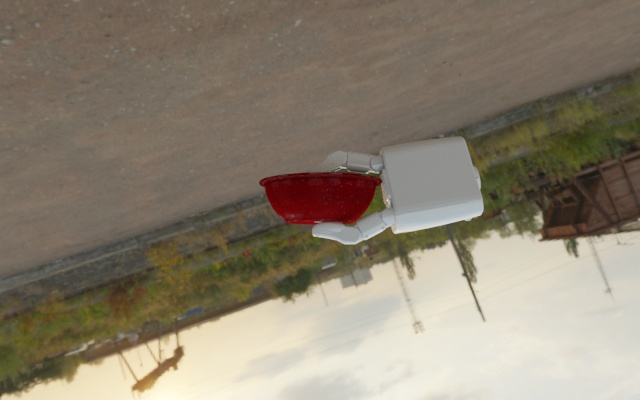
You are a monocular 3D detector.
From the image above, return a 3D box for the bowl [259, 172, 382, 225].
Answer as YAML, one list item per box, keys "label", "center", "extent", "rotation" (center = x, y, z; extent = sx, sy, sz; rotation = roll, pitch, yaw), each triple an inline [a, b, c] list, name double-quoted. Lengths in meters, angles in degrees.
- label: "bowl"
  center: [-0.001, 0.003, 0.626]
  extent: [0.162, 0.055, 0.162]
  rotation: [0, -6, 0]
